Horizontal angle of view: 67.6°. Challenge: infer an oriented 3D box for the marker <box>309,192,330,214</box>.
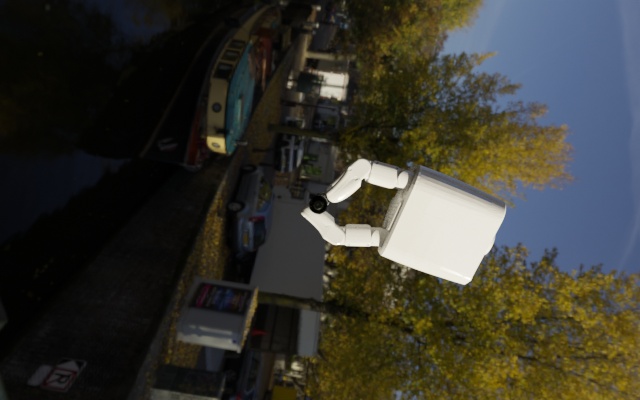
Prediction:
[{"bbox_3d":[0.000,0.002,0.525,0.020,0.020,0.121,0,2,2],"label":"marker"}]
